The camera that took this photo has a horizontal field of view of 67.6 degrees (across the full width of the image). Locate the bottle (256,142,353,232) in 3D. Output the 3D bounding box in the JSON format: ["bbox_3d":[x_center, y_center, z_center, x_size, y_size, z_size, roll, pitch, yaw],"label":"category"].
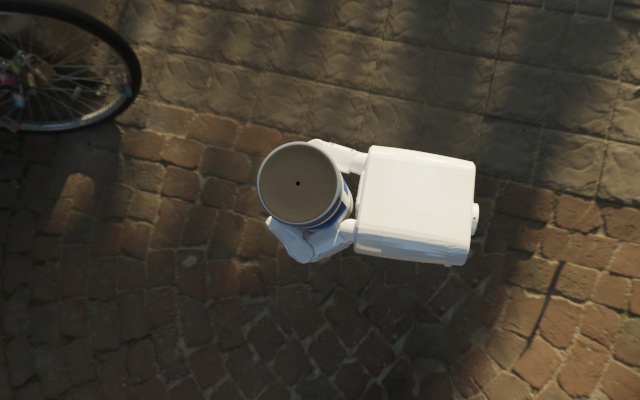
[{"bbox_3d":[0.000,0.002,0.515,0.069,0.069,0.296,0,-6,7],"label":"bottle"}]
